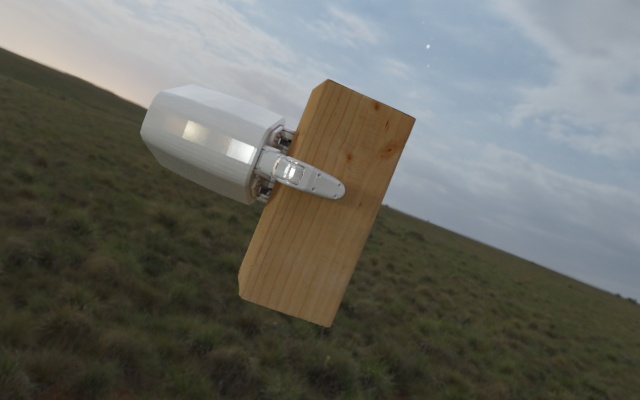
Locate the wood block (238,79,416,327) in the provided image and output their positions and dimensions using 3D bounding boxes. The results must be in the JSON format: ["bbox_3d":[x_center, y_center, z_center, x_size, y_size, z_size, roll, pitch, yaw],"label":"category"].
[{"bbox_3d":[0.000,0.001,0.463,0.090,0.206,0.091,22,3,-12],"label":"wood block"}]
